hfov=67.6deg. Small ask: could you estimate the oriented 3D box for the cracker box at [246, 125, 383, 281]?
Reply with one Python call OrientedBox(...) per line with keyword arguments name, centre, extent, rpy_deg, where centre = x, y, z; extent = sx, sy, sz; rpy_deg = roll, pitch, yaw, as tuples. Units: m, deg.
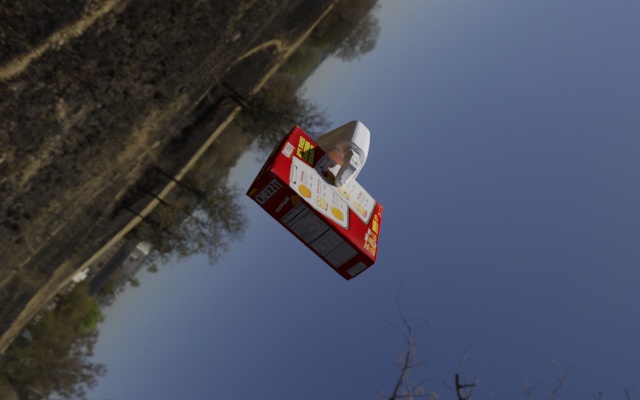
OrientedBox(name="cracker box", centre=(0.000, 0.003, 0.768), extent=(0.072, 0.214, 0.164), rpy_deg=(-41, 16, 29))
